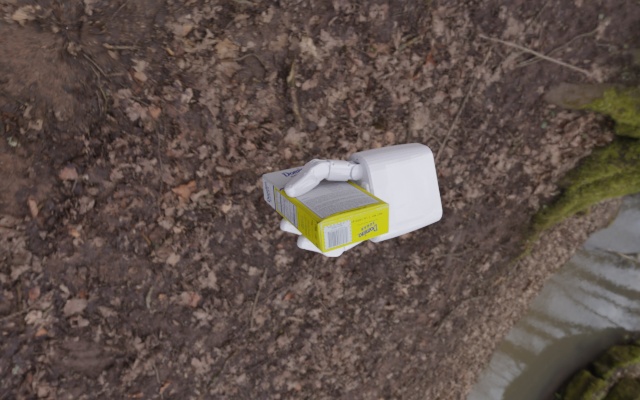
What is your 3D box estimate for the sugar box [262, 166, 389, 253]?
[{"bbox_3d":[0.000,0.003,0.610,0.093,0.048,0.176,-14,24,-23],"label":"sugar box"}]
